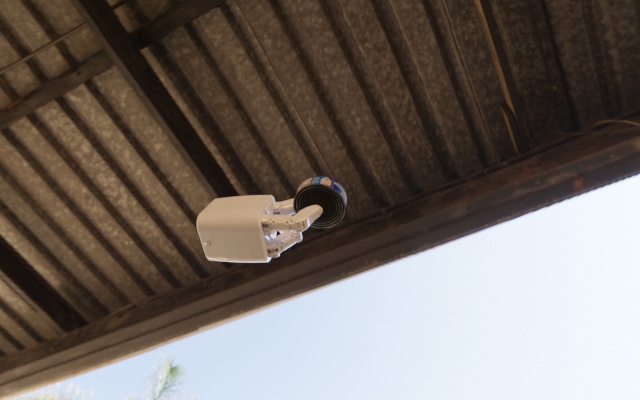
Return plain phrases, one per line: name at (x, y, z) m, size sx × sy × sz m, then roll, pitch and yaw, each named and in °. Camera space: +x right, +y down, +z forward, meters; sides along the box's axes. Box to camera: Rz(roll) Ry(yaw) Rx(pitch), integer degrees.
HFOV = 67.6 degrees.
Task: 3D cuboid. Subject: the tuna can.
tuna can at (0.000, 0.002, 0.784) m, size 0.086 × 0.086 × 0.033 m, roll 0°, pitch 33°, yaw 10°
